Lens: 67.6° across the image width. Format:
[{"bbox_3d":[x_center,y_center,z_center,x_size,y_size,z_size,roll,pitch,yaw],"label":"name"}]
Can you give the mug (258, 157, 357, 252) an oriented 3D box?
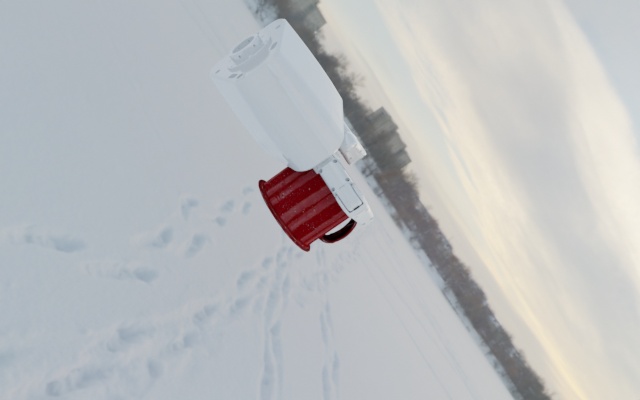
[{"bbox_3d":[0.001,0.003,0.515,0.081,0.117,0.093,-34,34,7],"label":"mug"}]
